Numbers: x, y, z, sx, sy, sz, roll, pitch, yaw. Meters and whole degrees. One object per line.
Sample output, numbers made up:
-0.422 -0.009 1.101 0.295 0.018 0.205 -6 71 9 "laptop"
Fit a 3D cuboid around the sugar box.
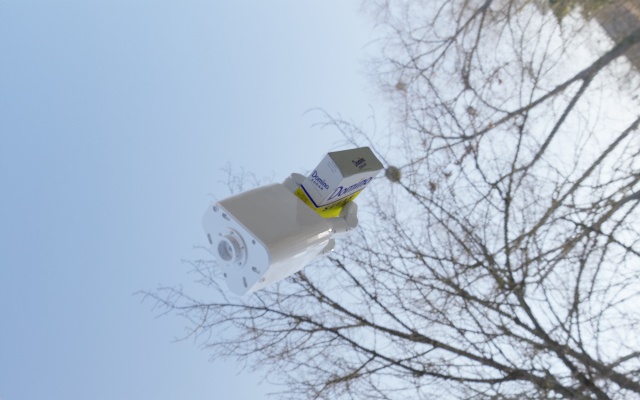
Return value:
0.000 0.003 0.653 0.093 0.048 0.176 -16 -24 -49 "sugar box"
